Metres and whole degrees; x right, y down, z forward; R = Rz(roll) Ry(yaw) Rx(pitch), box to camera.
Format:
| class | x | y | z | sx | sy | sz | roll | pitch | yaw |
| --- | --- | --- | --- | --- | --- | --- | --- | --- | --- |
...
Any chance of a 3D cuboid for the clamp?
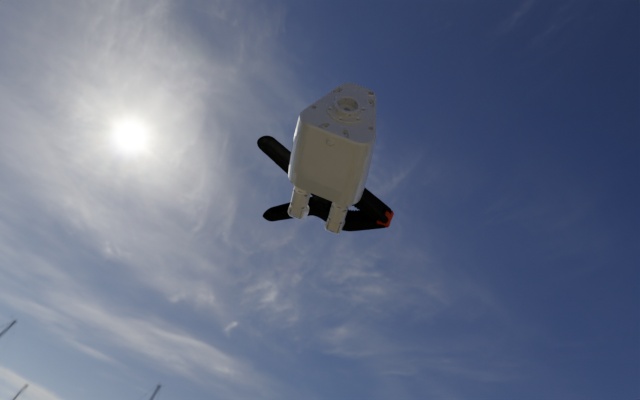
| class | x | y | z | sx | sy | sz | roll | pitch | yaw |
| --- | --- | --- | --- | --- | --- | --- | --- | --- | --- |
| clamp | 0.001 | 0.002 | 0.699 | 0.210 | 0.036 | 0.165 | 22 | -40 | 8 |
